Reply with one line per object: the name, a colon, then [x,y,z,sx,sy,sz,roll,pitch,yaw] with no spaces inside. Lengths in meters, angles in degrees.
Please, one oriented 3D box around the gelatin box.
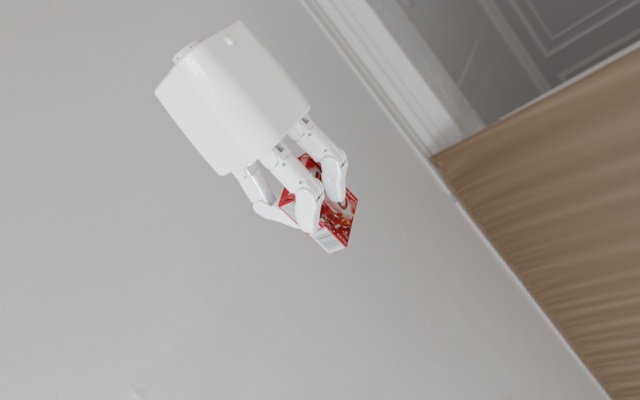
gelatin box: [0.000,0.002,0.518,0.030,0.073,0.089,-22,-55,35]
